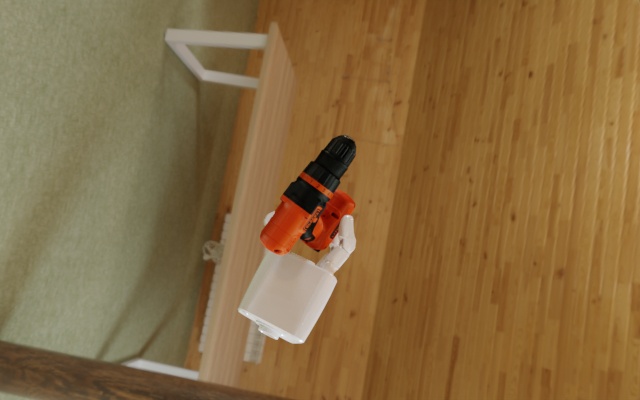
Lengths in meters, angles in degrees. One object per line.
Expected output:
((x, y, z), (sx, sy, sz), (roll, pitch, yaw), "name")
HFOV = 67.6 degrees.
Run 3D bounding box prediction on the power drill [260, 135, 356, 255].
((0.000, 0.003, 0.702), (0.057, 0.184, 0.188), (38, 0, 18), "power drill")
